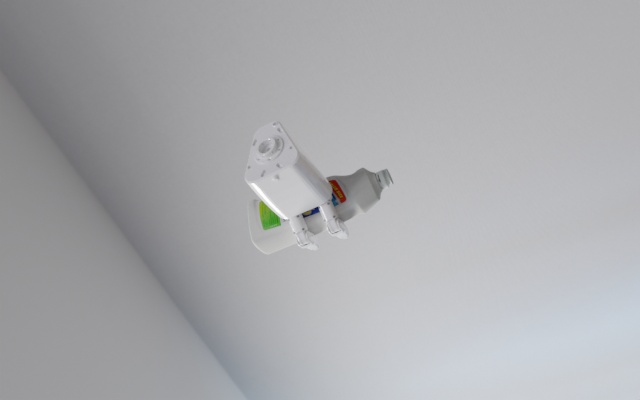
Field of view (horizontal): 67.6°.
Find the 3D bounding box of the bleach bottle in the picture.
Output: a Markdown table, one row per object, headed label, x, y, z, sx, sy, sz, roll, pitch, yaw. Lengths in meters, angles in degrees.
| label | x | y | z | sx | sy | sz | roll | pitch | yaw |
| --- | --- | --- | --- | --- | --- | --- | --- | --- | --- |
| bleach bottle | 0.000 | 0.003 | 0.808 | 0.251 | 0.102 | 0.068 | -23 | -39 | 15 |
